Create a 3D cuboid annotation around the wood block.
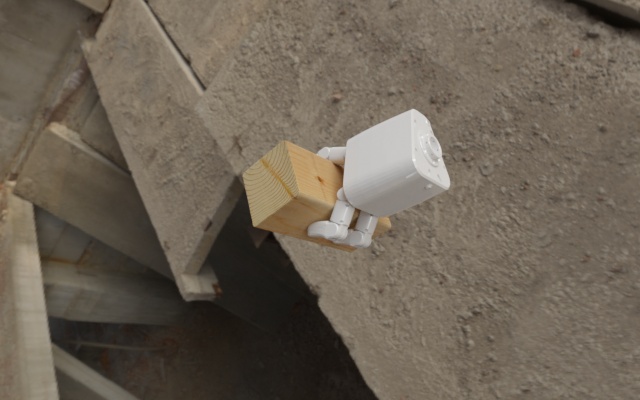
[{"bbox_3d":[0.000,0.002,0.696,0.090,0.090,0.206,-35,-35,29],"label":"wood block"}]
